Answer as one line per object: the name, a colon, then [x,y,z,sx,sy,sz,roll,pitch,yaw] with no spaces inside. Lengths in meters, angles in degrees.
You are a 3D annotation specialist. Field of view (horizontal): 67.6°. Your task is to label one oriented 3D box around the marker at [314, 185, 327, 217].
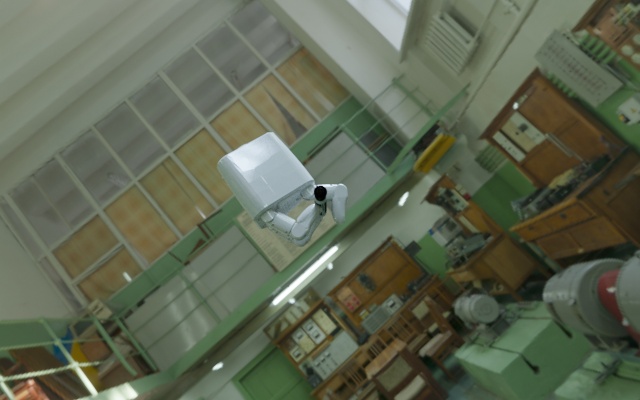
marker: [0.000,0.002,0.708,0.020,0.020,0.121,0,-15,1]
